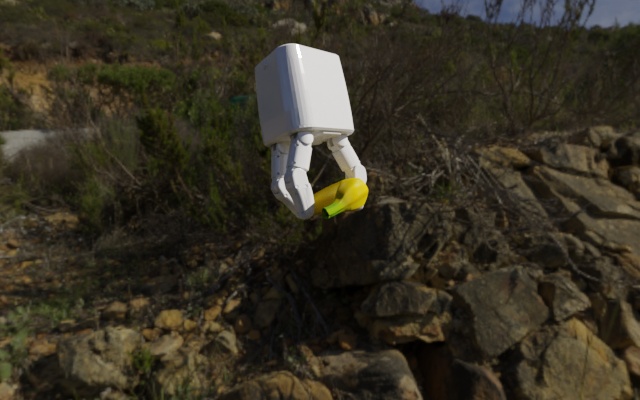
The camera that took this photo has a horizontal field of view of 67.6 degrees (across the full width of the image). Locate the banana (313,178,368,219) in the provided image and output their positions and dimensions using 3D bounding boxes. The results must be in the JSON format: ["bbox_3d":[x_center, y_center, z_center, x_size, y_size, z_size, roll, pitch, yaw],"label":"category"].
[{"bbox_3d":[0.018,-0.003,0.589,0.069,0.037,0.198,-15,0,-8],"label":"banana"}]
